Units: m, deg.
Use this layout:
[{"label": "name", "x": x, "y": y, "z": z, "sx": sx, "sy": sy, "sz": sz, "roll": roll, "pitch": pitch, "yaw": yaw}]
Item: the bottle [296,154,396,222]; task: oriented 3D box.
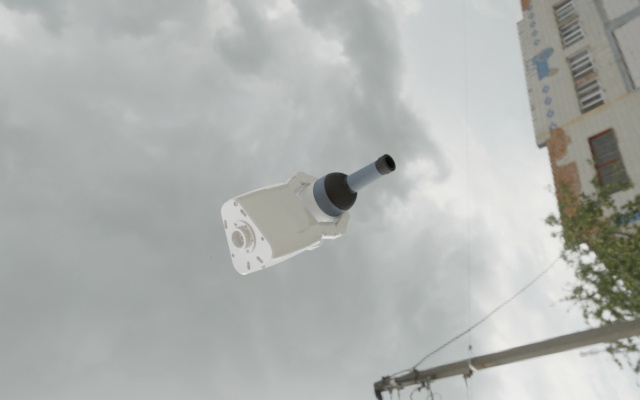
[{"label": "bottle", "x": 0.000, "y": 0.003, "z": 0.774, "sx": 0.069, "sy": 0.069, "sz": 0.296, "roll": 0, "pitch": -23, "yaw": -47}]
